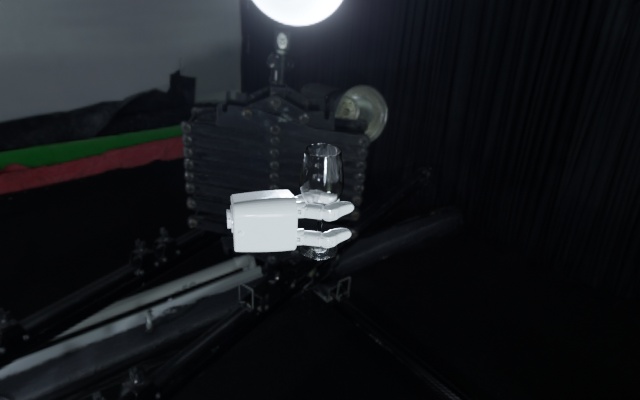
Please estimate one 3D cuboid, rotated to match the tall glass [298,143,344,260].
[{"bbox_3d":[0.000,0.003,0.850,0.079,0.201,0.079,3,28,-1],"label":"tall glass"}]
